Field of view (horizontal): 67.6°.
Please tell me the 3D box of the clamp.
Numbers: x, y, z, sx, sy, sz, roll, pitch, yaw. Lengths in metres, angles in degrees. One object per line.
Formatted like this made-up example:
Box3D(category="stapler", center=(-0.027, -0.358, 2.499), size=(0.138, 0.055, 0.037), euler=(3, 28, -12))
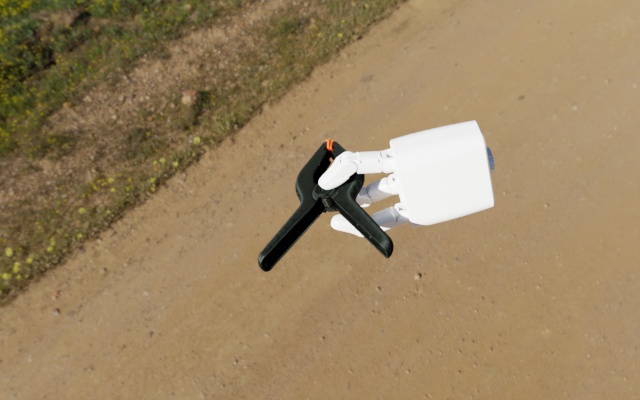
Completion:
Box3D(category="clamp", center=(0.000, 0.001, 0.618), size=(0.164, 0.209, 0.036), euler=(-13, -44, 10))
